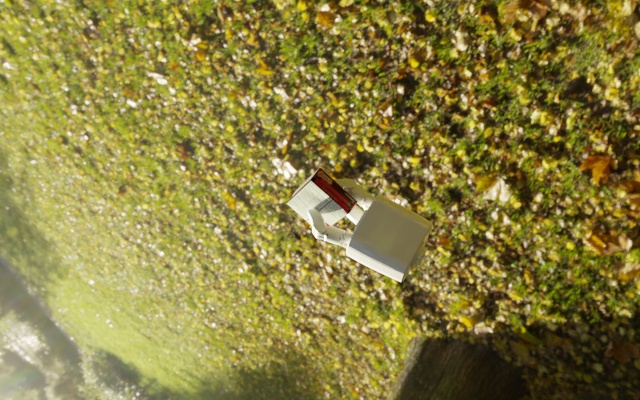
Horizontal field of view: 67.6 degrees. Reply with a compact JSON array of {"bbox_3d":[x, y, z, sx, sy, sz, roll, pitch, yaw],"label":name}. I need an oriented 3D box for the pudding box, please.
[{"bbox_3d":[0.000,0.003,0.850,0.039,0.090,0.113,-51,7,-36],"label":"pudding box"}]
